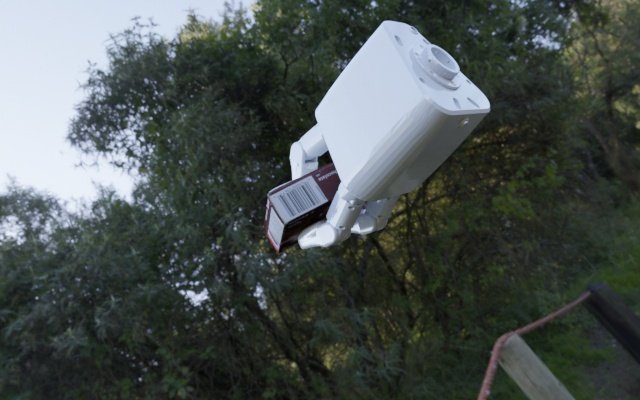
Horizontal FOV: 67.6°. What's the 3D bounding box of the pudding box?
[{"bbox_3d":[0.000,0.001,0.481,0.113,0.039,0.090,-25,-18,-18],"label":"pudding box"}]
